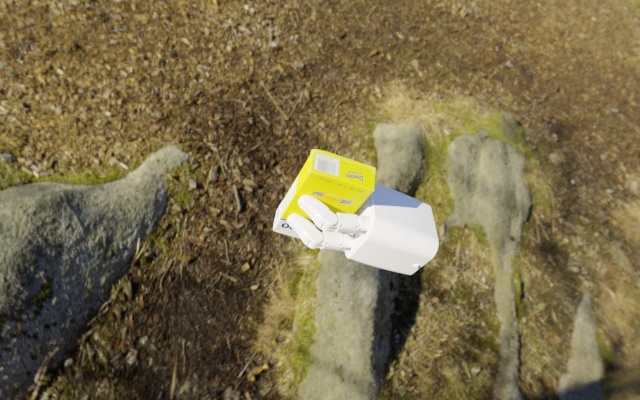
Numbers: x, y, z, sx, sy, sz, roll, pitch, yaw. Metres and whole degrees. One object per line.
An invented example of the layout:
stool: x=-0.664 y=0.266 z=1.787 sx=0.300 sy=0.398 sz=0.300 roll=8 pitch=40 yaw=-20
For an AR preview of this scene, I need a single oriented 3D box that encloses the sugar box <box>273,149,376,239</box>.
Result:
sugar box: x=0.000 y=0.003 z=0.689 sx=0.093 sy=0.048 sz=0.176 roll=17 pitch=-37 yaw=-13
